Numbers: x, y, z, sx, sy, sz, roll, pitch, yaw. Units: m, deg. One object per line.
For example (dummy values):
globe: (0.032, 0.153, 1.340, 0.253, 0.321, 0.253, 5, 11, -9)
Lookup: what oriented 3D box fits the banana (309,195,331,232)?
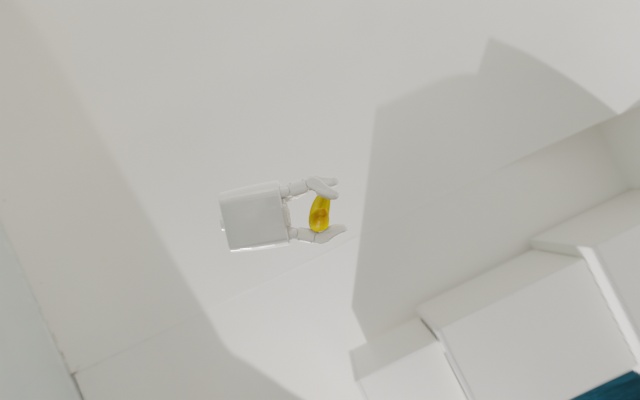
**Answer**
banana: (-0.001, 0.019, 0.852, 0.037, 0.070, 0.197, 6, 18, 1)
